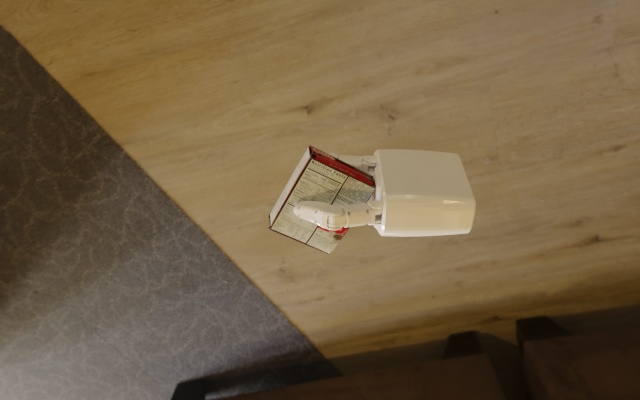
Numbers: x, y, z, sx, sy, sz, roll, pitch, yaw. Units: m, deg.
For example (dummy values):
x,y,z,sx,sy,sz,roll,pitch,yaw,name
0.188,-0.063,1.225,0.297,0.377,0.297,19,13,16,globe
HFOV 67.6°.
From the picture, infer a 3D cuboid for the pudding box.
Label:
x,y,z,sx,sy,sz,roll,pitch,yaw,name
0.000,0.002,0.579,0.090,0.113,0.039,25,23,-16,pudding box
